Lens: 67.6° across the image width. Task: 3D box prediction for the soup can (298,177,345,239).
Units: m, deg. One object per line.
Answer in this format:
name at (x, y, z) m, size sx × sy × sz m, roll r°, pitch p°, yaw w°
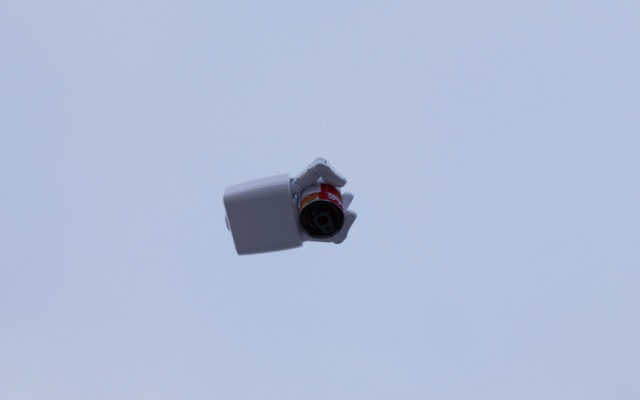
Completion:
soup can at (0.001, 0.002, 0.736) m, size 0.068 × 0.068 × 0.102 m, roll 0°, pitch 31°, yaw -2°
